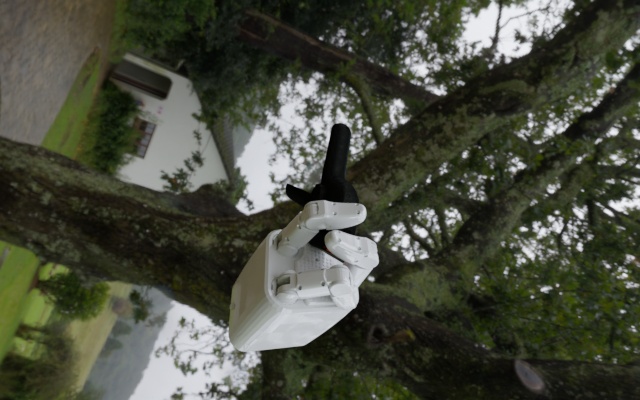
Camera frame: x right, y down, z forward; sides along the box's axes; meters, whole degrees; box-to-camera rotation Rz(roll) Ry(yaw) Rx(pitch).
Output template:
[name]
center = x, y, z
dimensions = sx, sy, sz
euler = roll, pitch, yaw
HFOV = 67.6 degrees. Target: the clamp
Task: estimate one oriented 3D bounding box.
[clamp]
center = 0.001, 0.002, 0.544
dimensions = 0.039, 0.171, 0.120
euler = 21, -48, -23
